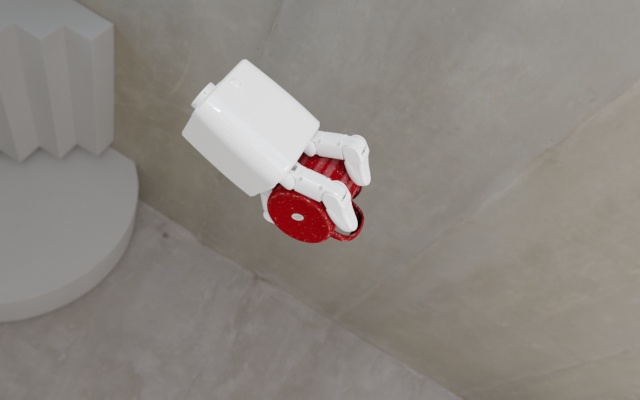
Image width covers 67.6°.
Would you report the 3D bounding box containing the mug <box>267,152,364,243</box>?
[{"bbox_3d":[0.001,0.003,0.547,0.117,0.081,0.093,41,-39,-13],"label":"mug"}]
